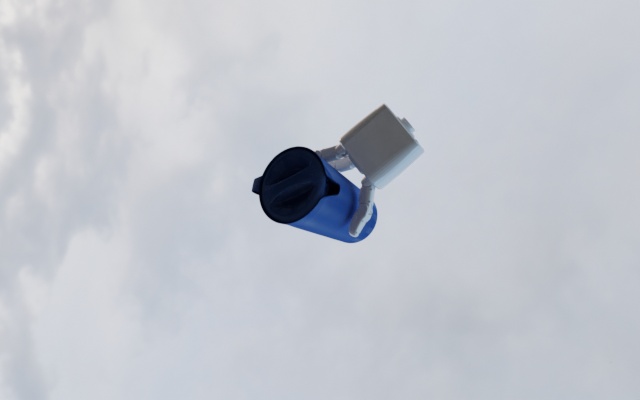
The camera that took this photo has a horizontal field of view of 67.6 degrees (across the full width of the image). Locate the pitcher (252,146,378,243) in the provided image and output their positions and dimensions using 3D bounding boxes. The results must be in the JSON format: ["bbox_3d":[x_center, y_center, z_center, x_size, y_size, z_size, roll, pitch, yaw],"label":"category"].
[{"bbox_3d":[0.000,0.003,0.880,0.145,0.149,0.243,-42,-33,13],"label":"pitcher"}]
